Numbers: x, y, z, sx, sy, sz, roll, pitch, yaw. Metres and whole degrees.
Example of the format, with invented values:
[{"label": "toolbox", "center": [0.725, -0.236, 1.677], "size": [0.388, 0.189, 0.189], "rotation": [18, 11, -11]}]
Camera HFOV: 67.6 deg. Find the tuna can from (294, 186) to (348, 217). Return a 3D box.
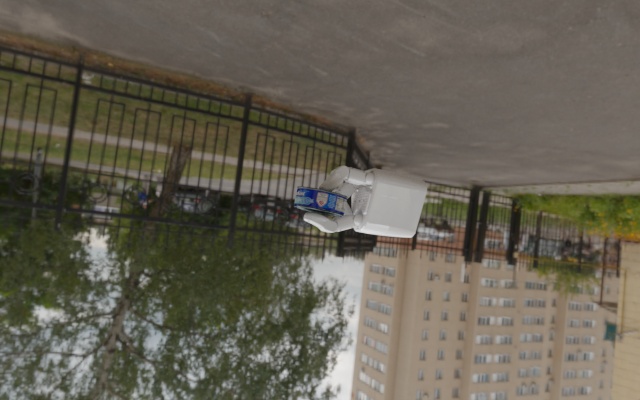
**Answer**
[{"label": "tuna can", "center": [0.000, 0.003, 0.788], "size": [0.086, 0.033, 0.086], "rotation": [11, -5, 1]}]
